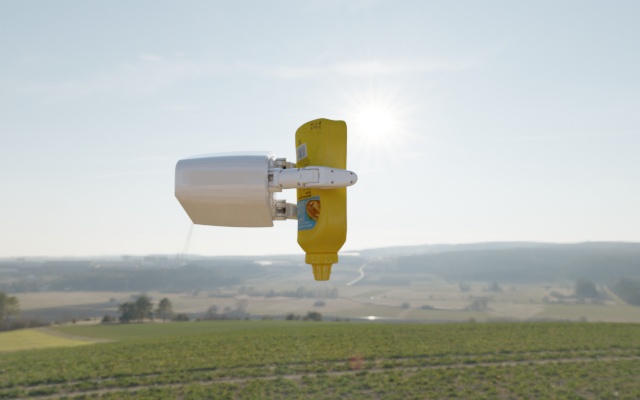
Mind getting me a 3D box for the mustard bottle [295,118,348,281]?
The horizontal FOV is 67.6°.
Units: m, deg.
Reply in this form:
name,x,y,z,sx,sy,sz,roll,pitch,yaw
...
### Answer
name,x,y,z,sx,sy,sz,roll,pitch,yaw
mustard bottle,0.000,0.002,0.589,0.058,0.191,0.096,3,-7,-24
